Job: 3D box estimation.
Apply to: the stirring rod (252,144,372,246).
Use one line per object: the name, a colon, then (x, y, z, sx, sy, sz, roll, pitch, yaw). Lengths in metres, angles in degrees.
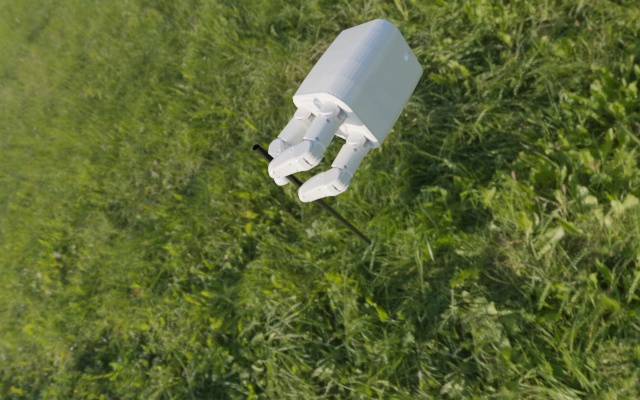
stirring rod: (0.000, 0.002, 0.572, 0.011, 0.011, 0.240, 0, -28, 39)
